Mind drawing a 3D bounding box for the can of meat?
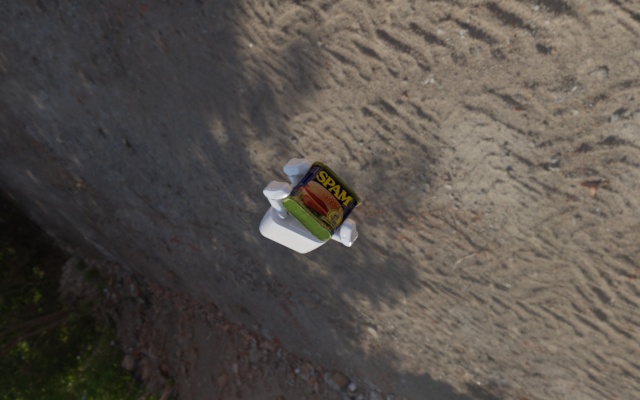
[{"bbox_3d":[0.000,0.003,0.767,0.102,0.084,0.057,43,-26,-7],"label":"can of meat"}]
